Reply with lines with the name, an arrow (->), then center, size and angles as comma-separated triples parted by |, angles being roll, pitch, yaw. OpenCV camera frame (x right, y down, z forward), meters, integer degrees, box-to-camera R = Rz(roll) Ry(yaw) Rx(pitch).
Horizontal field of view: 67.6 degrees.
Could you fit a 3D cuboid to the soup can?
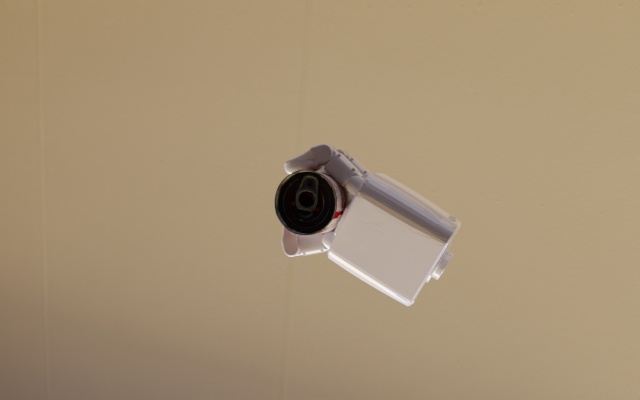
soup can -> 0.000, 0.002, 0.535 | 0.068, 0.068, 0.102 | 0, 1, 19
